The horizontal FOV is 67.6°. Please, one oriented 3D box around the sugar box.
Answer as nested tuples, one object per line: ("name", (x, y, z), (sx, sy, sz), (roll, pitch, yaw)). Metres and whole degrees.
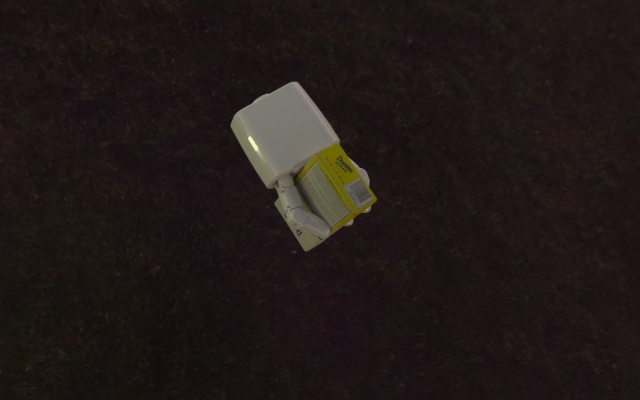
("sugar box", (0.000, 0.002, 0.667), (0.048, 0.093, 0.176), (-30, -6, -28))
